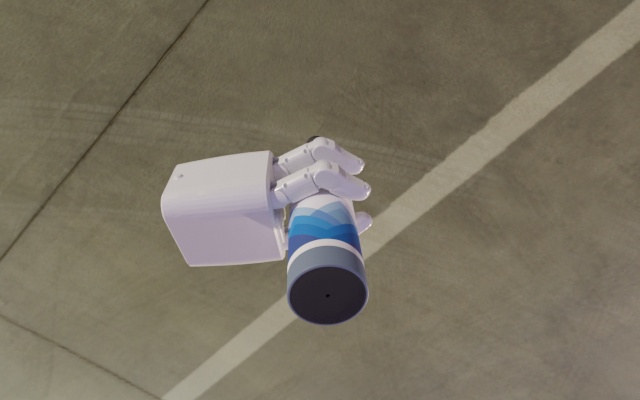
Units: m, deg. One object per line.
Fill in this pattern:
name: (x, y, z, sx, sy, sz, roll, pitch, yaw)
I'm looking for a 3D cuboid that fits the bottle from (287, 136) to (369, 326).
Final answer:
bottle: (0.000, 0.002, 0.510, 0.069, 0.069, 0.295, 0, 31, -3)
